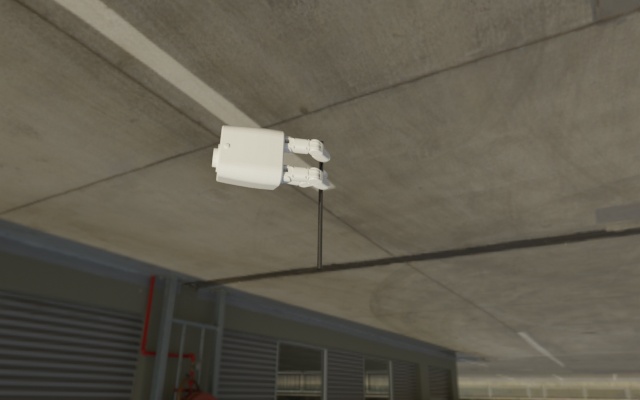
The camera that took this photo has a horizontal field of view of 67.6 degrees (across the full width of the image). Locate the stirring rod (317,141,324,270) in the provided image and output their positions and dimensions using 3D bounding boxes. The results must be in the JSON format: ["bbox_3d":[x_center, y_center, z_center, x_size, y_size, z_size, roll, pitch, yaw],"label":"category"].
[{"bbox_3d":[0.000,0.003,0.840,0.011,0.239,0.011,1,-22,0],"label":"stirring rod"}]
